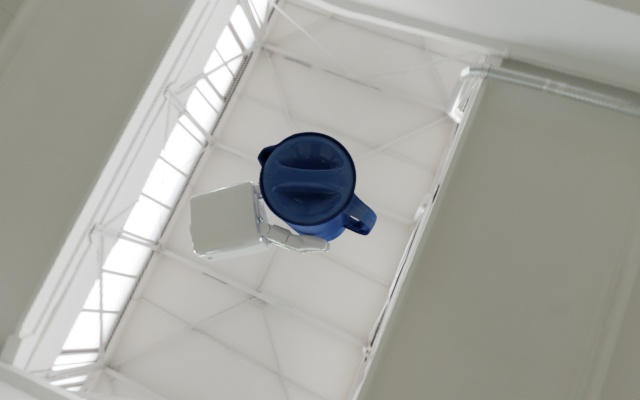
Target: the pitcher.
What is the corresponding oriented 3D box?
[{"bbox_3d":[0.000,0.002,0.752,0.145,0.149,0.243,-15,-15,1],"label":"pitcher"}]
